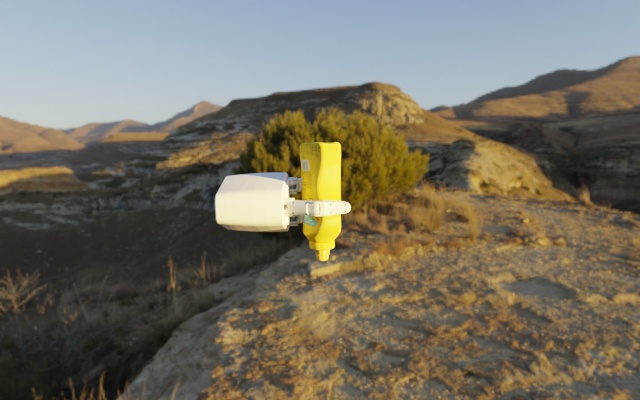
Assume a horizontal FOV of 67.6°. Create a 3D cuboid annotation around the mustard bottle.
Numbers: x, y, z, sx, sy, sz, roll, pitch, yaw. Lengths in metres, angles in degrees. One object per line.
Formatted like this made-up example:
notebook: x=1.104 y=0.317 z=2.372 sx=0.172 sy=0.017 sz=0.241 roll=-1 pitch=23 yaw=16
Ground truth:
mustard bottle: x=0.000 y=0.002 z=0.773 sx=0.058 sy=0.191 sz=0.096 roll=-4 pitch=7 yaw=-23
